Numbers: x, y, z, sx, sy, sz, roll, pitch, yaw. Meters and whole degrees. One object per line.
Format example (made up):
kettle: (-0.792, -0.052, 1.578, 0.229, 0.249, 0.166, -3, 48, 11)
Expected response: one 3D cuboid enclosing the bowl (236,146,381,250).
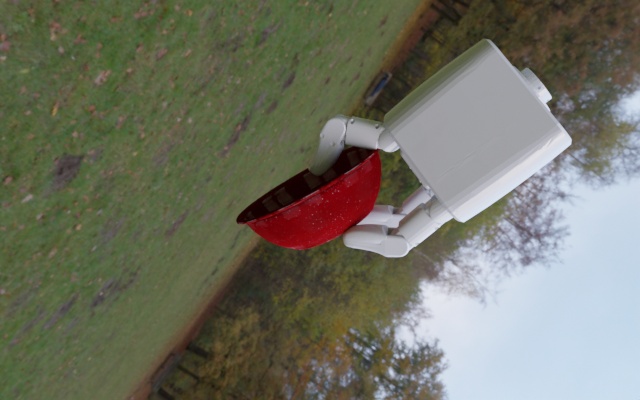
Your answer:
bowl: (-0.001, 0.002, 0.472, 0.162, 0.055, 0.162, -27, 11, 6)
